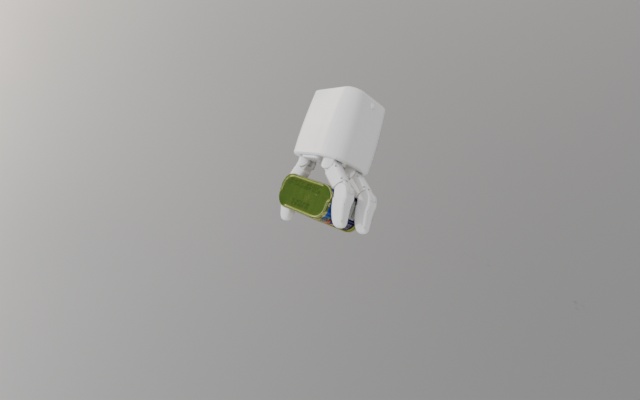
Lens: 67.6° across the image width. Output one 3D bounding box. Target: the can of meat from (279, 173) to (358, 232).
[{"bbox_3d":[0.000,0.002,0.703,0.102,0.057,0.084,20,-2,40],"label":"can of meat"}]
